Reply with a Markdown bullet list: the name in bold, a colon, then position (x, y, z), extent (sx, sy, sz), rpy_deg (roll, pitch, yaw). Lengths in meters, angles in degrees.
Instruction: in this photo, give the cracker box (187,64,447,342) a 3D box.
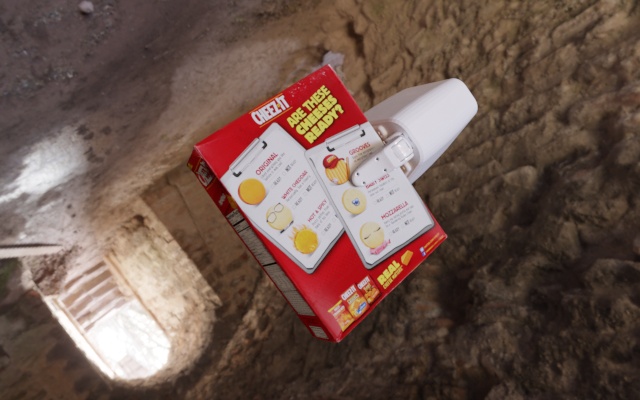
- **cracker box**: position (0.000, 0.002, 0.471), extent (0.164, 0.214, 0.072), rpy_deg (-38, 5, -26)
